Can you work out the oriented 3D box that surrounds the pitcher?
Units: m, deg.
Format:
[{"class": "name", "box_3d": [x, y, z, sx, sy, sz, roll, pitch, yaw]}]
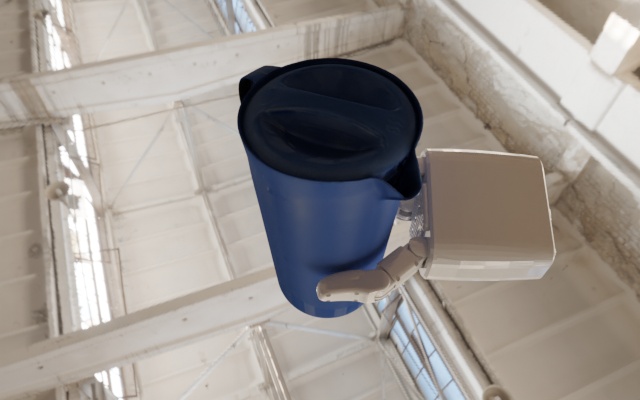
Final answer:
[{"class": "pitcher", "box_3d": [0.000, 0.001, 0.436, 0.145, 0.149, 0.243, 1, -39, 0]}]
